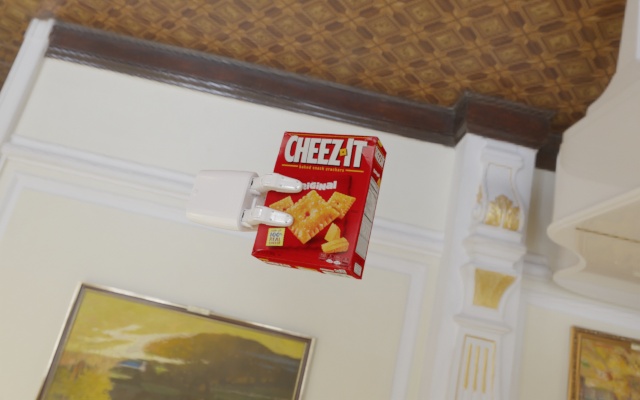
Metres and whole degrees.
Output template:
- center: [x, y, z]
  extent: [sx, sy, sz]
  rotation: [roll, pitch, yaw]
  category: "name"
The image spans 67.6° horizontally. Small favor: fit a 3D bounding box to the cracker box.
- center: [0.000, 0.003, 0.746]
  extent: [0.164, 0.213, 0.072]
  rotation: [7, -17, 22]
  category: "cracker box"
